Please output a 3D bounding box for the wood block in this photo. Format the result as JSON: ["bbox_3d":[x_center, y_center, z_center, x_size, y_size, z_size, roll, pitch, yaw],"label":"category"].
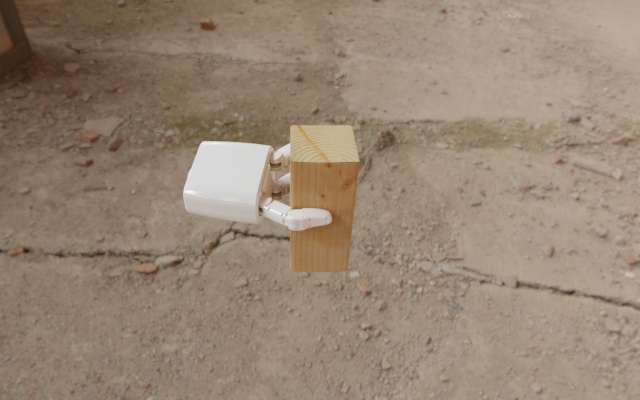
[{"bbox_3d":[0.000,0.002,0.700,0.090,0.206,0.090,0,40,-3],"label":"wood block"}]
